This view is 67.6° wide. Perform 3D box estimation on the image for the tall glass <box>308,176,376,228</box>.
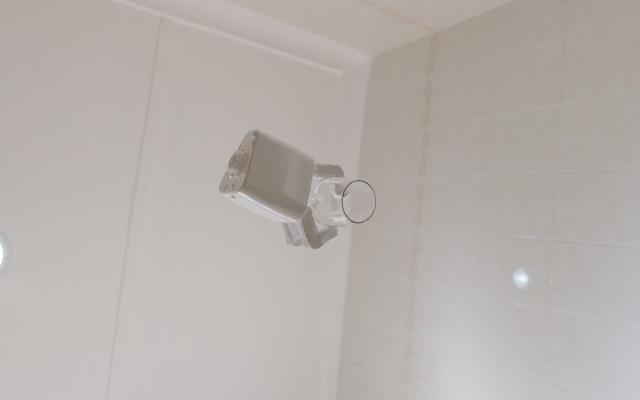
[{"bbox_3d":[0.000,0.002,0.756,0.079,0.079,0.201,0,0,-34],"label":"tall glass"}]
